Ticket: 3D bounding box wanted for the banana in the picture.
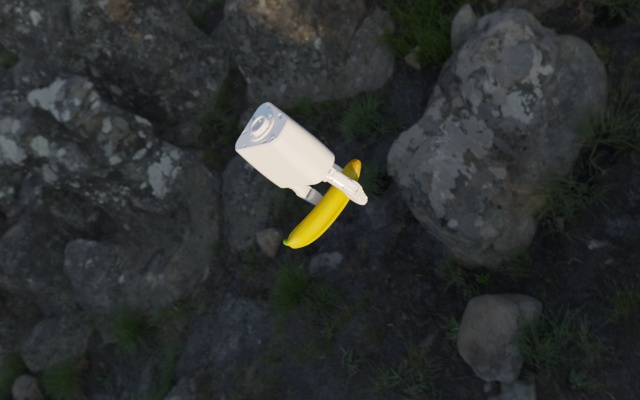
[{"bbox_3d":[0.003,0.014,0.793,0.037,0.198,0.069,35,13,-33],"label":"banana"}]
